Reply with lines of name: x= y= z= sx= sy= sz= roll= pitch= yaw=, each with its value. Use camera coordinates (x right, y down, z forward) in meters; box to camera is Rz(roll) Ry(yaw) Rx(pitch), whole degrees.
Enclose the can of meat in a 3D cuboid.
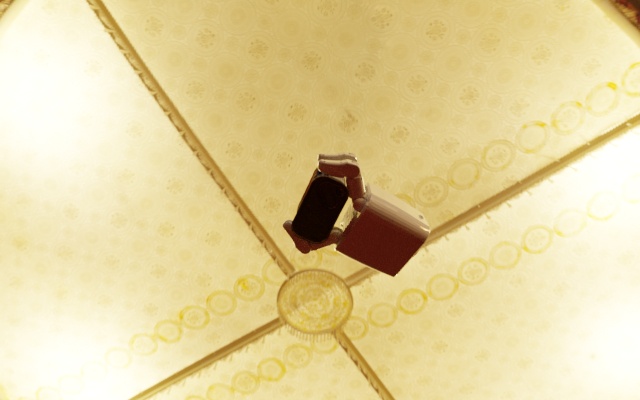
can of meat: x=0.000 y=0.002 z=0.718 sx=0.057 sy=0.102 sz=0.084 roll=25 pitch=17 yaw=-6
